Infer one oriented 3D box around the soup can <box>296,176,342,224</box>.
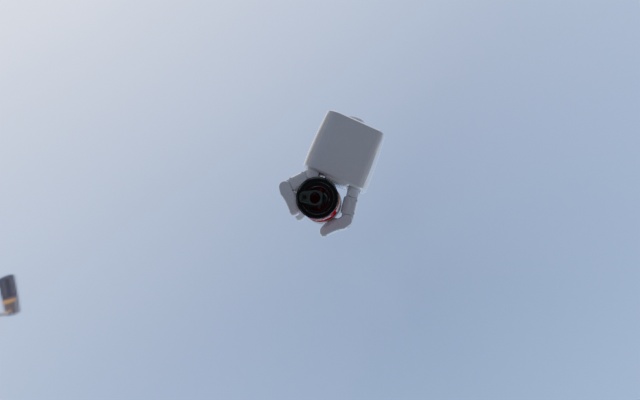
[{"bbox_3d":[0.000,0.003,0.795,0.068,0.068,0.102,0,-8,6],"label":"soup can"}]
